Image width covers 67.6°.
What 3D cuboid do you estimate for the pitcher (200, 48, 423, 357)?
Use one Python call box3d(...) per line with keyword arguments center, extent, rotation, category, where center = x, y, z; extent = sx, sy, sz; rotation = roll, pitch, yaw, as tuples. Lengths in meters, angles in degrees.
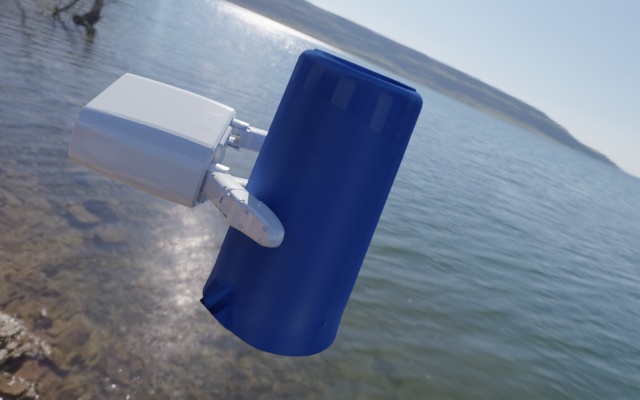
box3d(center=(0.000, 0.001, 0.428), extent=(0.145, 0.243, 0.149), rotation=(20, 17, -6), category="pitcher")
